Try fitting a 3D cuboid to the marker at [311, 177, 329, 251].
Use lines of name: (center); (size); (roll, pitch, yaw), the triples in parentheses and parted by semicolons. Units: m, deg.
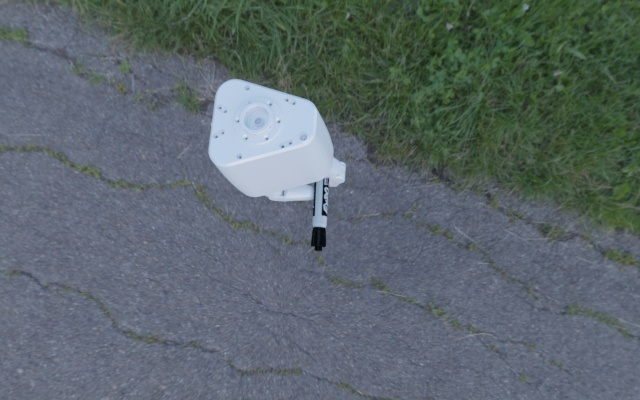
marker: (0.000, 0.002, 0.588); (0.020, 0.121, 0.020); (3, -13, 1)
